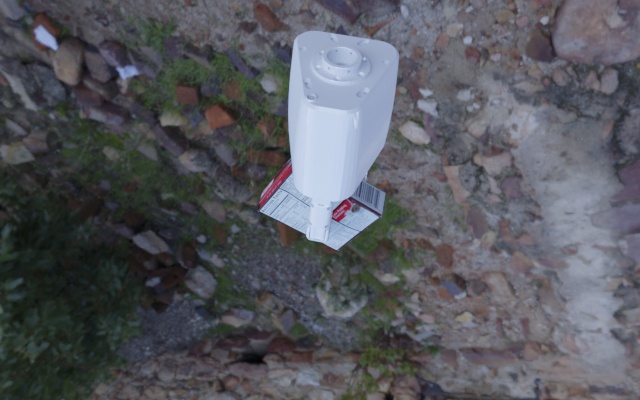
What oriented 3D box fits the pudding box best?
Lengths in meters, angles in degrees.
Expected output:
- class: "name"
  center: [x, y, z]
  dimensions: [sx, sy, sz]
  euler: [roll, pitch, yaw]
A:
- class: "pudding box"
  center: [0.000, 0.002, 0.525]
  dimensions: [0.113, 0.039, 0.090]
  euler: [29, -42, -17]
